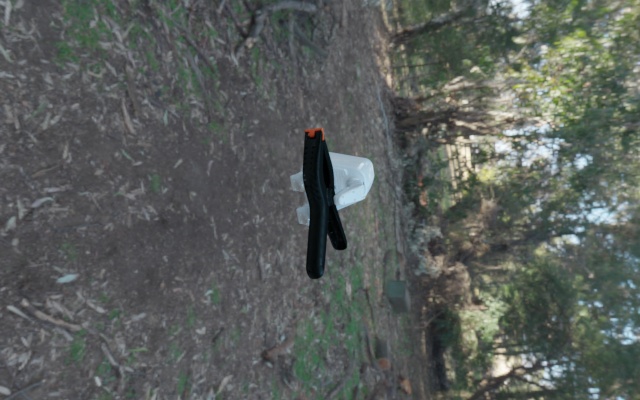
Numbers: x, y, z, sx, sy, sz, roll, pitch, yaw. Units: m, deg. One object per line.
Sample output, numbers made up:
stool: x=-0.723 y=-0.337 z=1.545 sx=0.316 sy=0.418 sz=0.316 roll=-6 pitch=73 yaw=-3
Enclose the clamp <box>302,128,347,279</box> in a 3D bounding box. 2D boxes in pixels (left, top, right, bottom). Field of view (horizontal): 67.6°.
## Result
clamp: x=0.001 y=0.002 z=0.697 sx=0.036 sy=0.210 sz=0.164 roll=-5 pitch=15 yaw=16
